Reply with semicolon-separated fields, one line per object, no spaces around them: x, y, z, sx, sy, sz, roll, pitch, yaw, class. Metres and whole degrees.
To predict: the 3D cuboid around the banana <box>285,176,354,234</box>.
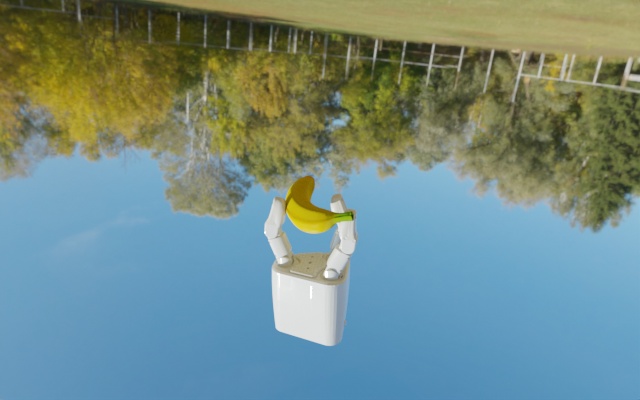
-0.017;0.006;0.675;0.069;0.037;0.197;-10;21;-14;banana
